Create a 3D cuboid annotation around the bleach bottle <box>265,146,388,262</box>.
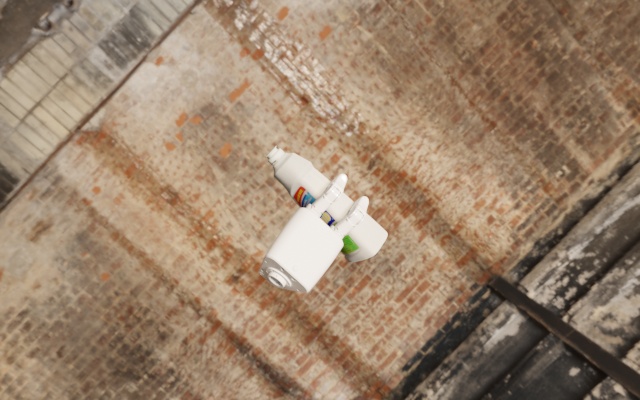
[{"bbox_3d":[0.000,0.003,0.847,0.251,0.068,0.102,43,-28,-11],"label":"bleach bottle"}]
